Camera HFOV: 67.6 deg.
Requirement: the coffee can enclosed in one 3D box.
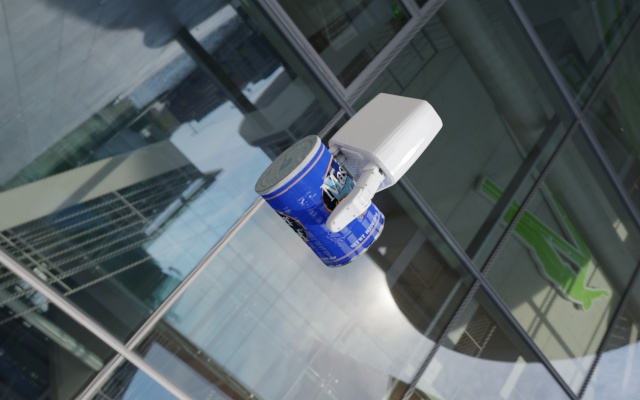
[{"bbox_3d":[0.000,0.002,0.612,0.103,0.140,0.102,-36,21,16],"label":"coffee can"}]
